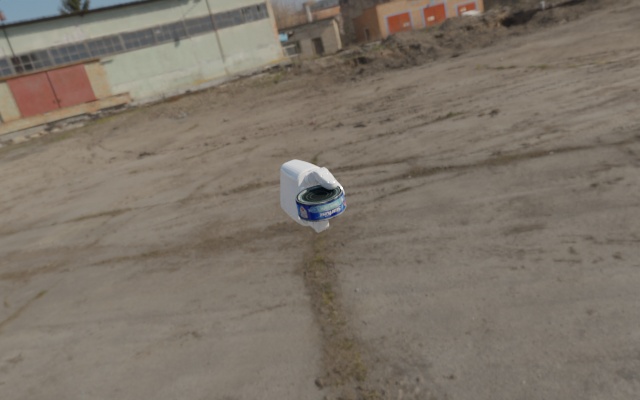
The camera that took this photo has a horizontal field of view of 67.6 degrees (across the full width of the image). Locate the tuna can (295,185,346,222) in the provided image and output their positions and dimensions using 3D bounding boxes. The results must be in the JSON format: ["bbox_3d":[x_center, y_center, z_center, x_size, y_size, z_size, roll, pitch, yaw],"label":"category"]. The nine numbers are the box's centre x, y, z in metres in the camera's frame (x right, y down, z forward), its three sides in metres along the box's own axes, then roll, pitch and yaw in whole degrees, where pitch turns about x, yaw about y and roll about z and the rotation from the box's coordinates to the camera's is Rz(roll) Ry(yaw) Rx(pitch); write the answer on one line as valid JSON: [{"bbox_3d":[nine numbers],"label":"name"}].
[{"bbox_3d":[0.000,0.002,0.831,0.086,0.034,0.086,-10,23,4],"label":"tuna can"}]
